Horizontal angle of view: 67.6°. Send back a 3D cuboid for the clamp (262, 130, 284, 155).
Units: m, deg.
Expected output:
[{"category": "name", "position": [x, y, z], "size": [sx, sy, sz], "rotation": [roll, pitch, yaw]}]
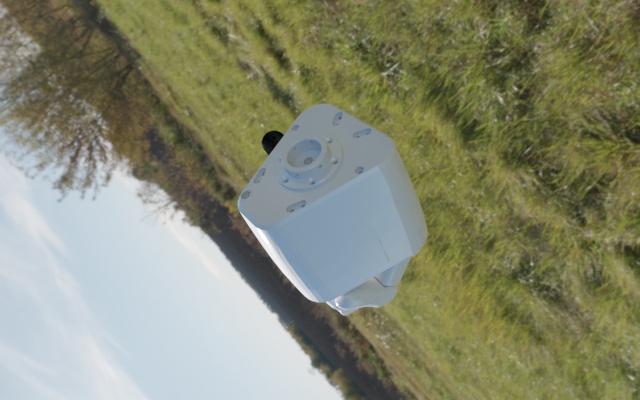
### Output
[{"category": "clamp", "position": [0.000, 0.002, 0.479], "size": [0.171, 0.039, 0.120], "rotation": [39, -13, 40]}]
